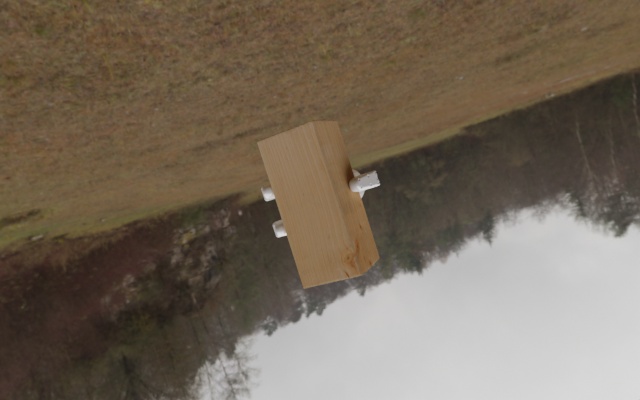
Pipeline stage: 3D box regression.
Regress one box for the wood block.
[{"bbox_3d":[0.001,0.002,0.657,0.091,0.206,0.090,-17,2,24],"label":"wood block"}]
